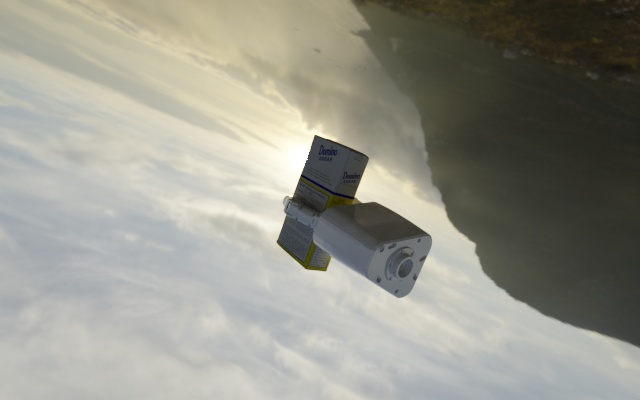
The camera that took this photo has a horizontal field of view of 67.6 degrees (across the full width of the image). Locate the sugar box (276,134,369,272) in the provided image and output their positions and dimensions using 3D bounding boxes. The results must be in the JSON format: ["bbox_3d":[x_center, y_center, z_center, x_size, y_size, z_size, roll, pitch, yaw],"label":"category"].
[{"bbox_3d":[0.001,0.003,0.687,0.048,0.176,0.093,16,11,-39],"label":"sugar box"}]
